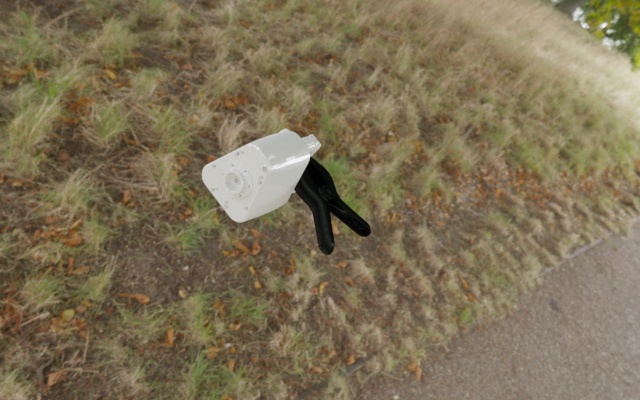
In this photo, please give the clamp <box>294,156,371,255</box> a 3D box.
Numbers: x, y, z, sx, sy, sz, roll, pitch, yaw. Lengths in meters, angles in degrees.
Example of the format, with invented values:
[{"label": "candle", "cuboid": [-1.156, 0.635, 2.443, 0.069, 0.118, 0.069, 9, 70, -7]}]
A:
[{"label": "clamp", "cuboid": [0.000, 0.002, 0.717, 0.039, 0.171, 0.120, -41, -5, 30]}]
